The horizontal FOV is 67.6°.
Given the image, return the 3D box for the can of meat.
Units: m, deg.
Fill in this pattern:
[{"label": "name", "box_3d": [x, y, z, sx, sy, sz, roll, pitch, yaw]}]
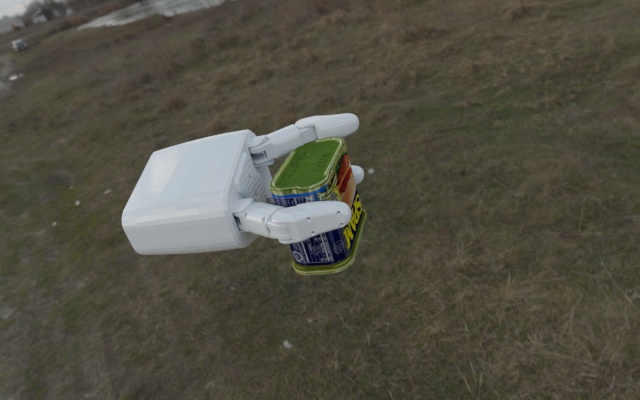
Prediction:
[{"label": "can of meat", "box_3d": [0.000, 0.001, 0.427, 0.057, 0.084, 0.102, -6, 29, 20]}]
